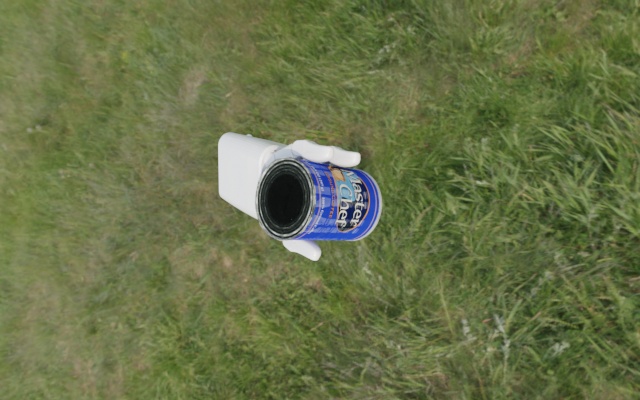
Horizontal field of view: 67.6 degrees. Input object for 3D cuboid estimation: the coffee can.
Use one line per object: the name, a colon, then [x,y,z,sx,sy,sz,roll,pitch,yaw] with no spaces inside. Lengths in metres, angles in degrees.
coffee can: [0.000,0.002,0.629,0.103,0.103,0.140,0,-3,41]
